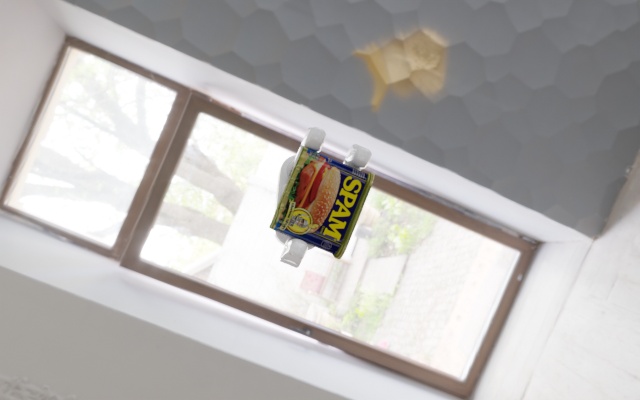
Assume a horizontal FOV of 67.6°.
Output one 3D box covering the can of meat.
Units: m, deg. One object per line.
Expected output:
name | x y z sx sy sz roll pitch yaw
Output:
can of meat | 0.000 0.002 0.525 0.084 0.102 0.057 23 -6 -5
